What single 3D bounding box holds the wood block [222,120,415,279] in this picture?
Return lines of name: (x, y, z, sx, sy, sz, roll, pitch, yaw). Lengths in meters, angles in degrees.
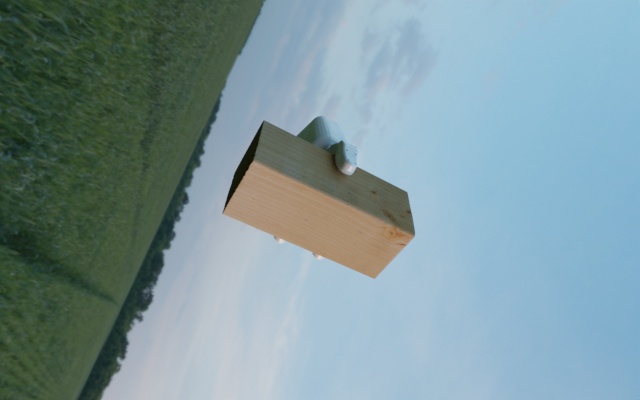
wood block: (0.000, 0.001, 0.579, 0.206, 0.091, 0.090, 25, 35, -16)
